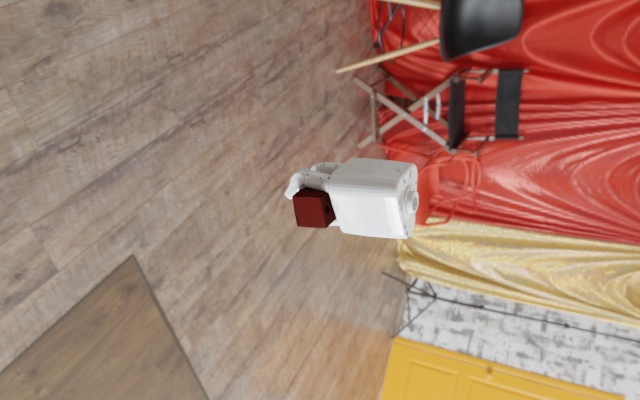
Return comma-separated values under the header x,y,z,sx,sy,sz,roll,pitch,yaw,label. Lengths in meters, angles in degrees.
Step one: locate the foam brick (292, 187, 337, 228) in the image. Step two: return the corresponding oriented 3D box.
x,y,z,sx,sy,sz,roll,pitch,yaw,label
0.000,0.003,0.741,0.051,0.053,0.078,4,27,30,foam brick
